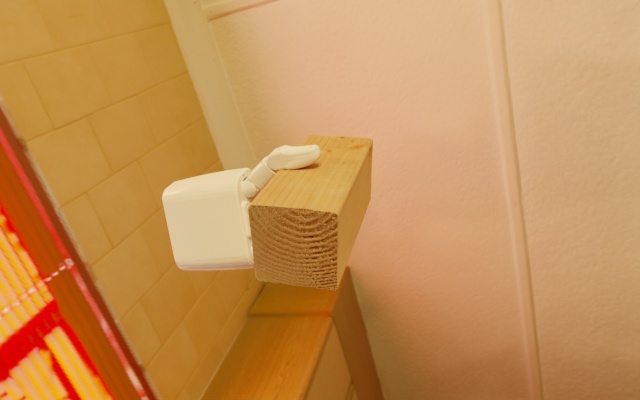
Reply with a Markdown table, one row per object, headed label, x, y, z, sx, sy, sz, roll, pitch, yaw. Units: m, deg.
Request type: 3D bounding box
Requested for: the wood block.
| label | x | y | z | sx | sy | sz | roll | pitch | yaw |
| --- | --- | --- | --- | --- | --- | --- | --- | --- | --- |
| wood block | 0.000 | 0.001 | 0.550 | 0.090 | 0.091 | 0.206 | 5 | 28 | 13 |
